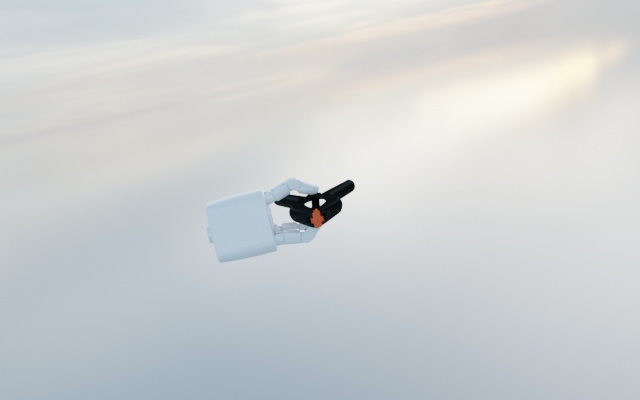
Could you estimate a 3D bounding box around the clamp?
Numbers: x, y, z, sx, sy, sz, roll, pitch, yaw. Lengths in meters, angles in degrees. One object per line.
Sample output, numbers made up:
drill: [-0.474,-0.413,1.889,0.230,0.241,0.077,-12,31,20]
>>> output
clamp: [0.000,0.002,0.870,0.164,0.036,0.210,-14,15,-6]
